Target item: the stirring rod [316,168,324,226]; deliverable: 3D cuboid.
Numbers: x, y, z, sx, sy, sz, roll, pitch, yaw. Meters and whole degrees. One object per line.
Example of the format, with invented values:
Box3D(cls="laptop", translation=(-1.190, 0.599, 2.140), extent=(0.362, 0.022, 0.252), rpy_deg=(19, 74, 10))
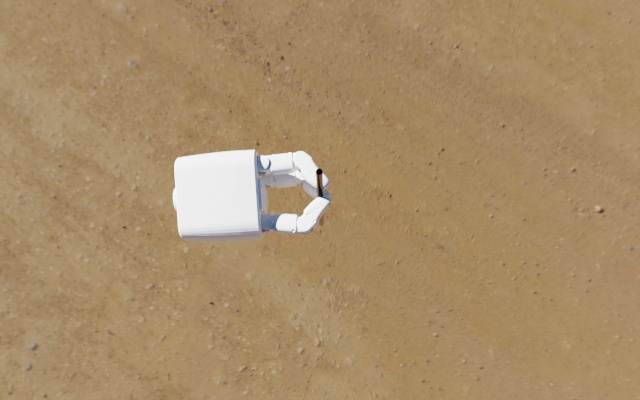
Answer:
Box3D(cls="stirring rod", translation=(0.000, 0.002, 0.661), extent=(0.011, 0.011, 0.240), rpy_deg=(0, -17, 1))
